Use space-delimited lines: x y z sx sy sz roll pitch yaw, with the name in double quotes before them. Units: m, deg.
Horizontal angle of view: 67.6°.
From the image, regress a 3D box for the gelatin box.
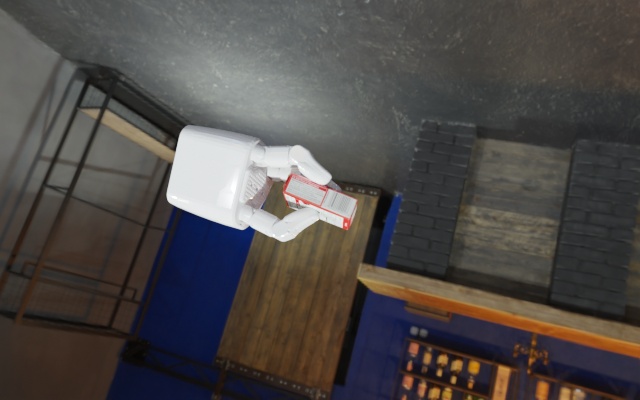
"gelatin box" 0.000 0.002 0.593 0.089 0.030 0.073 22 -12 7
